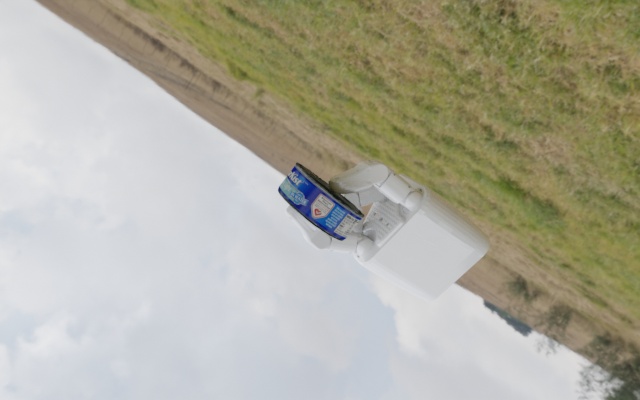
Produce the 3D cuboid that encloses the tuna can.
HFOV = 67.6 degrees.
[{"bbox_3d":[0.000,0.002,0.472,0.086,0.034,0.086,38,6,-5],"label":"tuna can"}]
